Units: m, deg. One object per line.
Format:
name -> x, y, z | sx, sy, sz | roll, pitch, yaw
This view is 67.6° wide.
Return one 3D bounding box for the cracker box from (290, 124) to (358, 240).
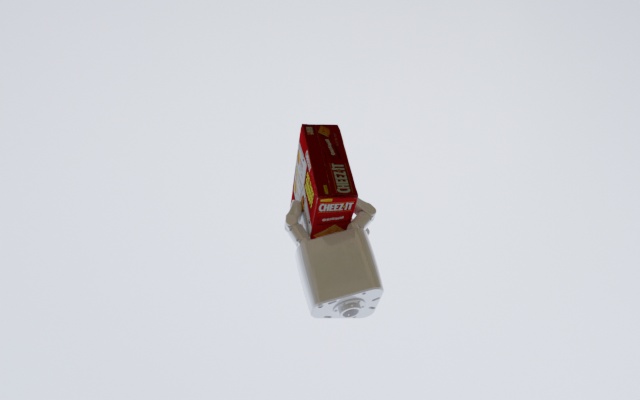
cracker box -> 0.000, 0.003, 0.813 | 0.072, 0.164, 0.214 | -3, -40, -13
